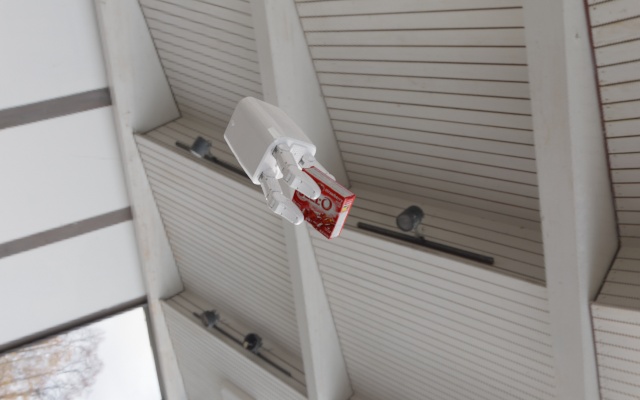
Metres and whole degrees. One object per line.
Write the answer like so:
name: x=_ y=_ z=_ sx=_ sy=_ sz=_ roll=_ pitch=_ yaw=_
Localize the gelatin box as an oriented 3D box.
gelatin box: x=0.001 y=0.002 z=0.704 sx=0.089 sy=0.073 sz=0.030 roll=36 pitch=31 yaw=27
